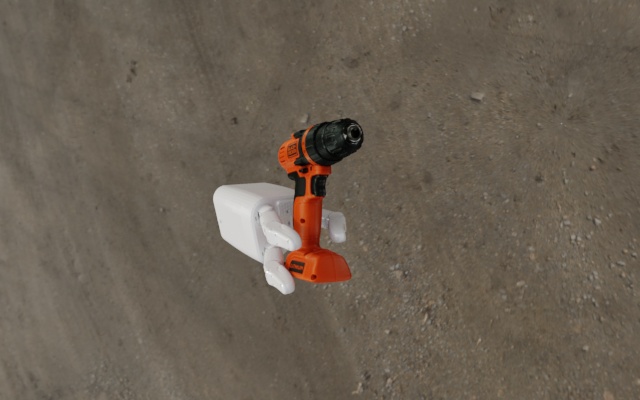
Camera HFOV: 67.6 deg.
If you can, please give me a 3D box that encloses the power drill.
[{"bbox_3d":[0.000,0.002,0.580,0.057,0.187,0.184,1,-3,-23],"label":"power drill"}]
